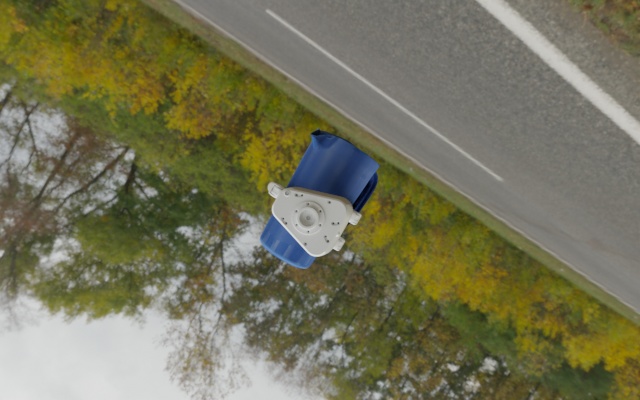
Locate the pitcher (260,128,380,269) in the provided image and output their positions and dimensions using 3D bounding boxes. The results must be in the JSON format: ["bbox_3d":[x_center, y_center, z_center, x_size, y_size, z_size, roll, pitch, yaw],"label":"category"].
[{"bbox_3d":[0.000,0.003,0.887,0.149,0.243,0.145,32,3,4],"label":"pitcher"}]
